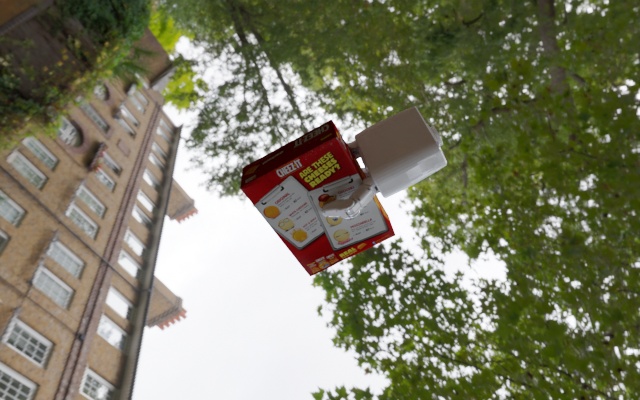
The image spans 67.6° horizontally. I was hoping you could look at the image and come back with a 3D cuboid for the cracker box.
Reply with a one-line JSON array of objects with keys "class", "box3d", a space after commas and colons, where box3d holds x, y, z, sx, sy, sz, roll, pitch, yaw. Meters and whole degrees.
[{"class": "cracker box", "box3d": [0.000, 0.003, 0.761, 0.164, 0.214, 0.072, -27, 33, 11]}]
